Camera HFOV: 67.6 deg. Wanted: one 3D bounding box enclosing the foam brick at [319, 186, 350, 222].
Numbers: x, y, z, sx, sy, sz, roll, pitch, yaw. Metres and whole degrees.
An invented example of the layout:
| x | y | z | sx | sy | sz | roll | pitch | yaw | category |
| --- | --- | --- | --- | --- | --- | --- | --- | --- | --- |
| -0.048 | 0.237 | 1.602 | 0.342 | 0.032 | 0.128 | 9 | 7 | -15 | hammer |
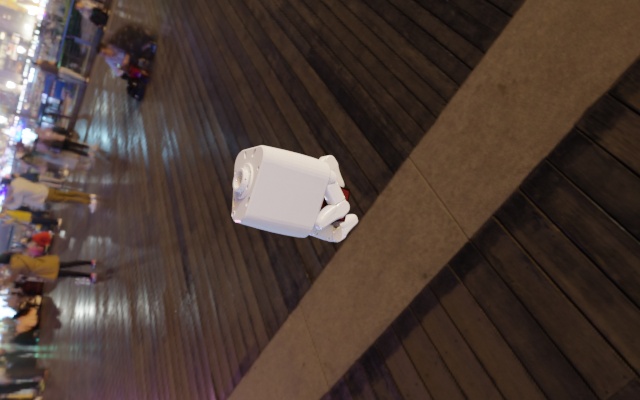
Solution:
| x | y | z | sx | sy | sz | roll | pitch | yaw | category |
| --- | --- | --- | --- | --- | --- | --- | --- | --- | --- |
| 0.000 | 0.003 | 0.740 | 0.051 | 0.053 | 0.078 | 15 | -10 | -33 | foam brick |
